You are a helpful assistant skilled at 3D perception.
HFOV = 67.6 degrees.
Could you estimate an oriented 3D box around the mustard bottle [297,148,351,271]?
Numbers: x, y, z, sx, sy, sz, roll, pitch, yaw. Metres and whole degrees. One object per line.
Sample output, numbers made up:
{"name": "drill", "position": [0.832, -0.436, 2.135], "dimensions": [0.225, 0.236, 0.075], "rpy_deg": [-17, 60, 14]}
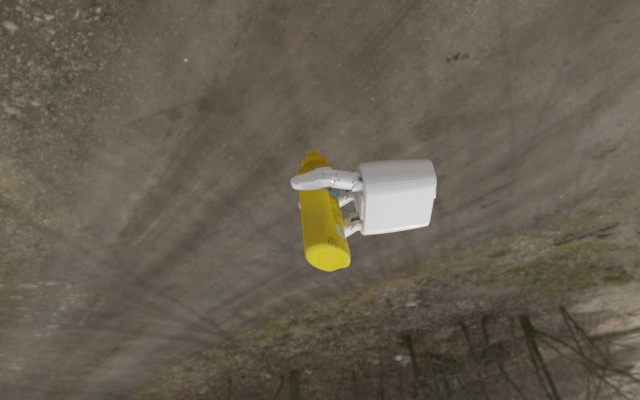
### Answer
{"name": "mustard bottle", "position": [0.000, 0.003, 0.716], "dimensions": [0.058, 0.191, 0.096], "rpy_deg": [-18, -32, 17]}
